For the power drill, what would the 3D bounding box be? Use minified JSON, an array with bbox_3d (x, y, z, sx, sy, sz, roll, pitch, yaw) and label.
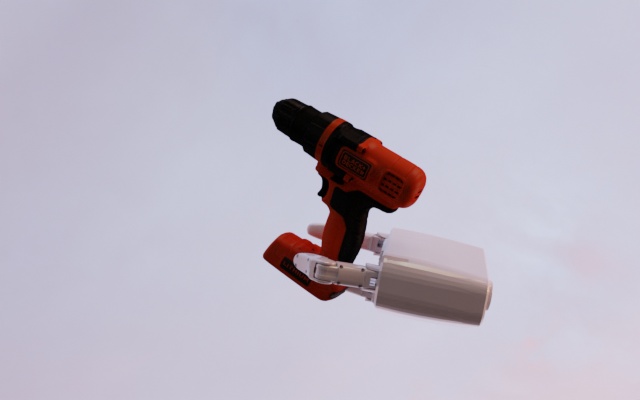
[{"bbox_3d":[0.000,0.002,0.524,0.184,0.188,0.057,34,30,21],"label":"power drill"}]
